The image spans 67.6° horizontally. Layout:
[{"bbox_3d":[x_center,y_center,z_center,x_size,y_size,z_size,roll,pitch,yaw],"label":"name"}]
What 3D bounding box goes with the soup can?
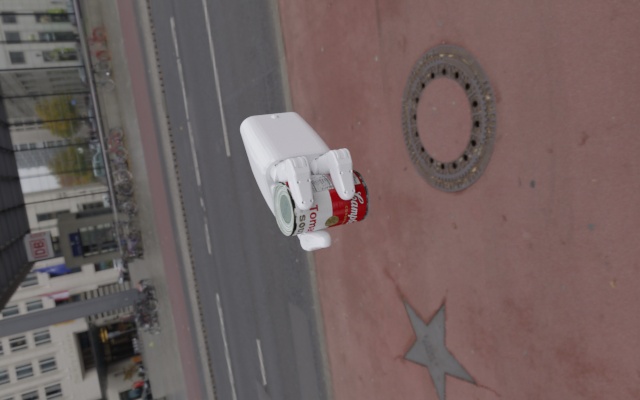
[{"bbox_3d":[0.000,0.002,0.590,0.102,0.068,0.068,-11,4,-25],"label":"soup can"}]
